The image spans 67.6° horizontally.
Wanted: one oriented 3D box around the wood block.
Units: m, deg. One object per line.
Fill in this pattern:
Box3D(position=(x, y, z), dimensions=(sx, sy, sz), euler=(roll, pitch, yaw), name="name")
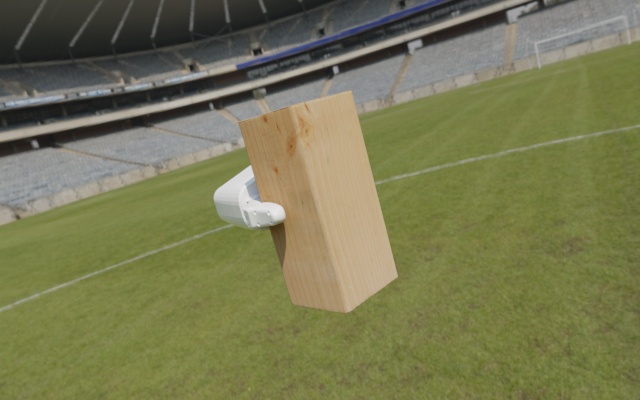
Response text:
Box3D(position=(0.000, 0.002, 0.505), dimensions=(0.091, 0.206, 0.090), euler=(-25, 14, -41), name="wood block")
